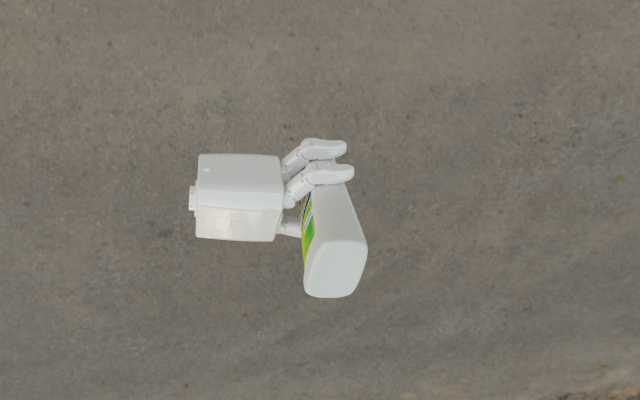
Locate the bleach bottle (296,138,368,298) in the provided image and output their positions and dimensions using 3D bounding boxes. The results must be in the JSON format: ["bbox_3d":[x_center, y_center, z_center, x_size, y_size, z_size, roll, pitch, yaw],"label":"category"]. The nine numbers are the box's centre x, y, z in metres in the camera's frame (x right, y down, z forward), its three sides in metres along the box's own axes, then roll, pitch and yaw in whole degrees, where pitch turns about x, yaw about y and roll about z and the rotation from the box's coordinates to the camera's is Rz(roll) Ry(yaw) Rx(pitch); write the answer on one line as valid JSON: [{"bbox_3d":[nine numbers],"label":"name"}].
[{"bbox_3d":[0.000,0.002,0.647,0.068,0.103,0.250,4,39,-15],"label":"bleach bottle"}]
